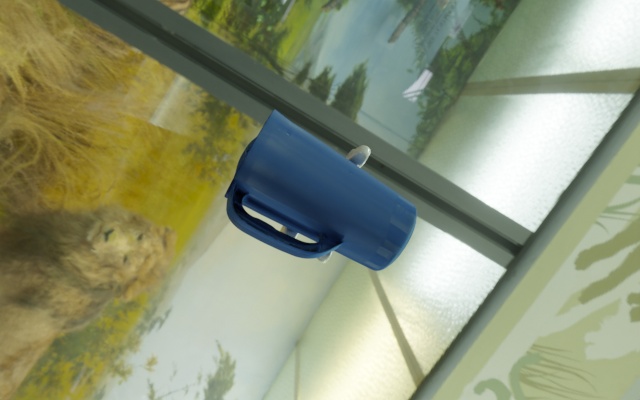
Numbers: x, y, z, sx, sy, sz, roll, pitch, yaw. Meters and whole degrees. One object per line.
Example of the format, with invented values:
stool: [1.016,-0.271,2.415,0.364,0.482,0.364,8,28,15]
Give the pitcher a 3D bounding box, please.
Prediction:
pitcher: [0.000,0.002,0.640,0.243,0.149,0.145,30,4,-8]
